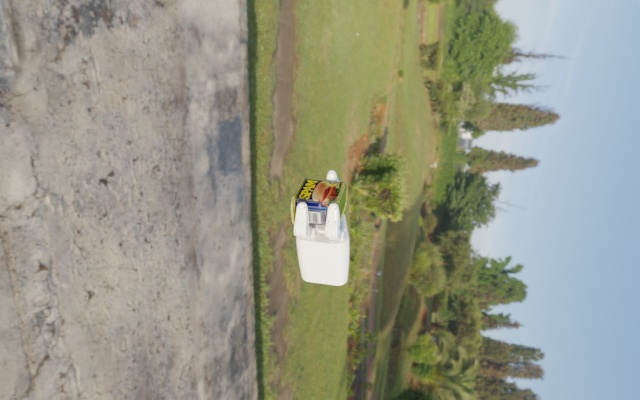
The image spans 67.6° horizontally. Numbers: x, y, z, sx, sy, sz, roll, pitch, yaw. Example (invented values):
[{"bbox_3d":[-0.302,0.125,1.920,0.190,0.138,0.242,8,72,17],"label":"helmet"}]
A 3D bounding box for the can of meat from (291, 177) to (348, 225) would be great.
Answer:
[{"bbox_3d":[0.000,0.003,0.876,0.084,0.057,0.102,5,32,12],"label":"can of meat"}]
